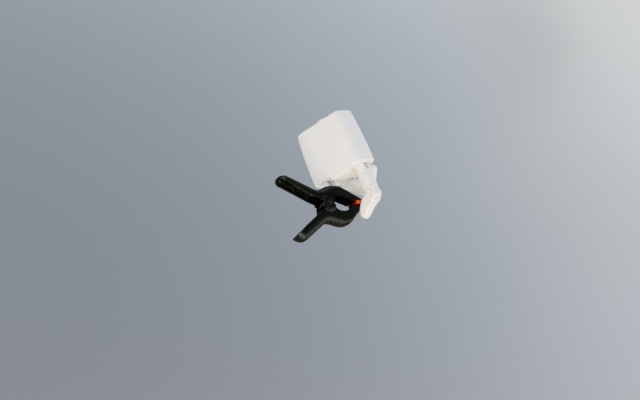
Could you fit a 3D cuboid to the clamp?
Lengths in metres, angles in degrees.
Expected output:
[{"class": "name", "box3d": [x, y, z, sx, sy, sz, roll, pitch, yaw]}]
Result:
[{"class": "clamp", "box3d": [0.001, 0.003, 0.826, 0.171, 0.120, 0.039, -11, -16, -43]}]
